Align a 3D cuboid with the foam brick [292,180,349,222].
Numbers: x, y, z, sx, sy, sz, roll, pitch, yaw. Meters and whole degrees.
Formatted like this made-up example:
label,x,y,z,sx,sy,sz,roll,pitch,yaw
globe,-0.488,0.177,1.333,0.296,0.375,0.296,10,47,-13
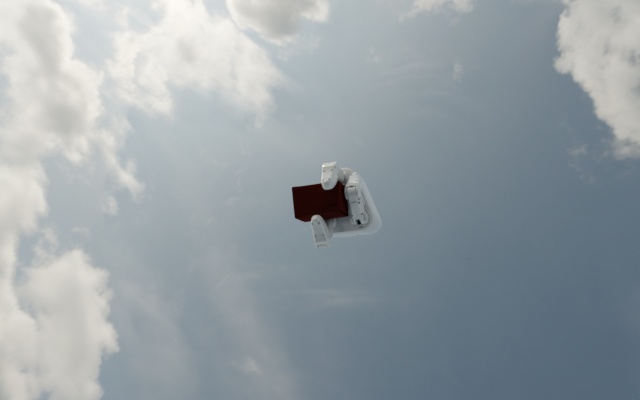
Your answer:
label,x,y,z,sx,sy,sz,roll,pitch,yaw
foam brick,0.000,0.002,0.766,0.078,0.053,0.051,-7,-11,16
